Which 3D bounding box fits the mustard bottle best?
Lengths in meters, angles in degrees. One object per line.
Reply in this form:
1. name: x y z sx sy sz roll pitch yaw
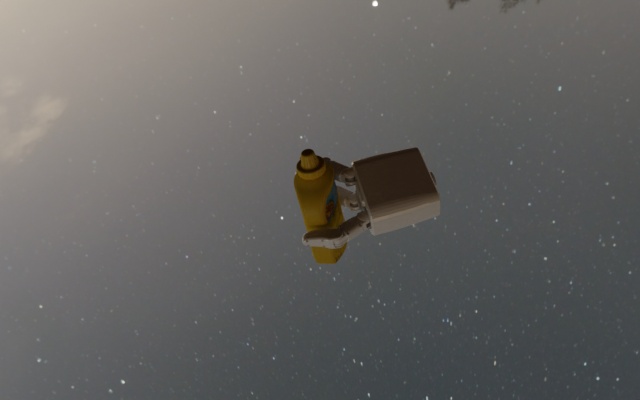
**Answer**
1. mustard bottle: 0.000 0.003 0.715 0.058 0.192 0.096 1 45 15
